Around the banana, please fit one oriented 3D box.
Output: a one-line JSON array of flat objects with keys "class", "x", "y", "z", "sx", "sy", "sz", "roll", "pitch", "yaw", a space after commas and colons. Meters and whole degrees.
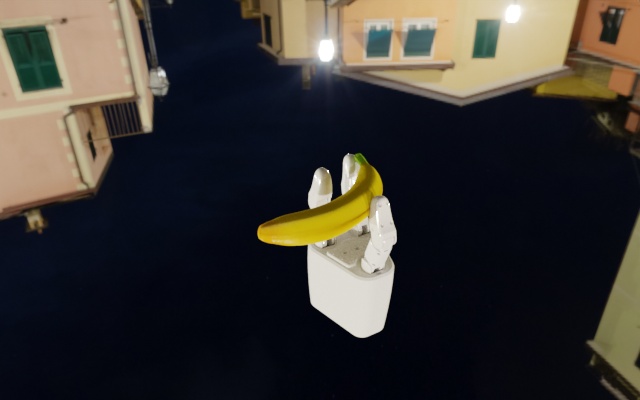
[{"class": "banana", "x": 0.017, "y": 0.007, "z": 0.538, "sx": 0.069, "sy": 0.037, "sz": 0.197, "roll": 24, "pitch": 40, "yaw": 27}]
